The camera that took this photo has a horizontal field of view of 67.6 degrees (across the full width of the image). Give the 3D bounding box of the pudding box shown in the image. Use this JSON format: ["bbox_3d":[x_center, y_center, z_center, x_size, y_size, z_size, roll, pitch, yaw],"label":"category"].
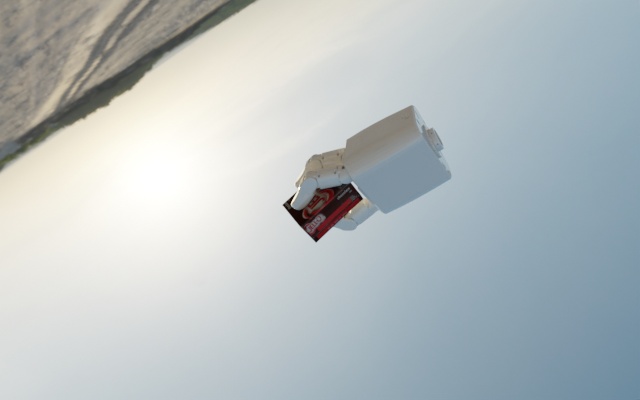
[{"bbox_3d":[0.000,0.002,0.681,0.090,0.039,0.113,-42,21,-3],"label":"pudding box"}]
